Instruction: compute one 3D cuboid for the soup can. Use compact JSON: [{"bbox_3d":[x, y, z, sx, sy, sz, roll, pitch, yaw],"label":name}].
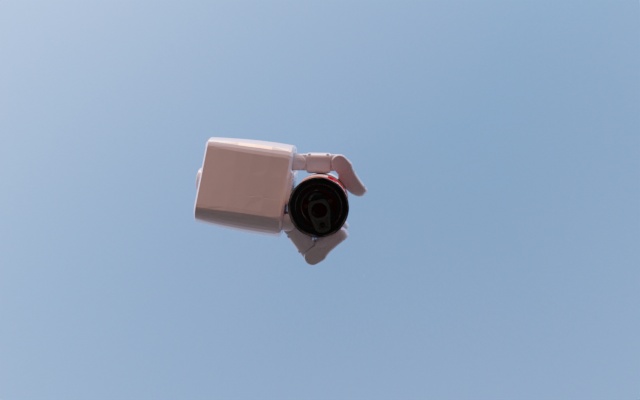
[{"bbox_3d":[0.001,0.002,0.574,0.068,0.068,0.102,0,7,3],"label":"soup can"}]
